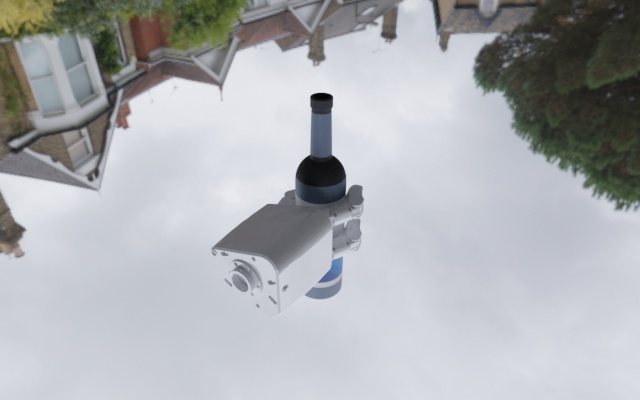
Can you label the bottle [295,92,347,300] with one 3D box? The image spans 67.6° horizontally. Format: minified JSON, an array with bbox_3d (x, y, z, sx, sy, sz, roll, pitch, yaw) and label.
[{"bbox_3d":[0.000,0.002,0.634,0.069,0.296,0.069,0,33,0],"label":"bottle"}]
